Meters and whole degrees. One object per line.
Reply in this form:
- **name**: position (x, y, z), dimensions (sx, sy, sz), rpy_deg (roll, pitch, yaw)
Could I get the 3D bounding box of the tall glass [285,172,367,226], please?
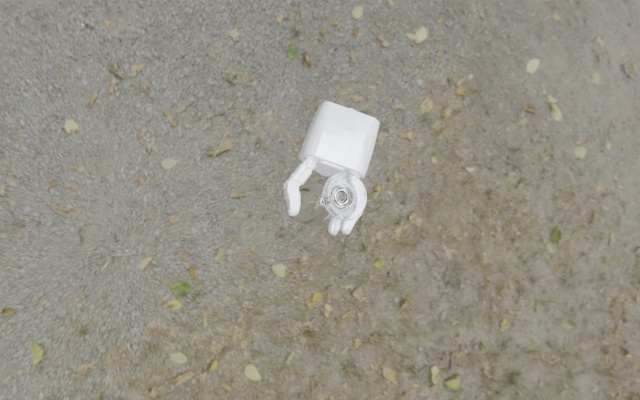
- **tall glass**: position (0.000, 0.003, 0.809), dimensions (0.079, 0.079, 0.201), rpy_deg (0, -6, -22)
